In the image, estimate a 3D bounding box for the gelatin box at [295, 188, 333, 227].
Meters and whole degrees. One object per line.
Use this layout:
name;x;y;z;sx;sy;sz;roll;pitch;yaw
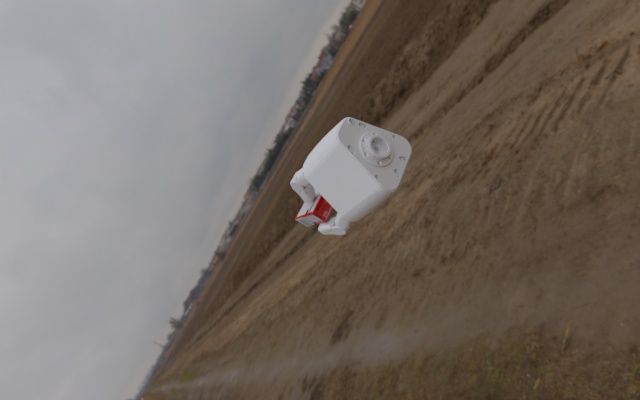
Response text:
gelatin box;0.000;0.002;0.773;0.030;0.073;0.089;33;-18;-14
